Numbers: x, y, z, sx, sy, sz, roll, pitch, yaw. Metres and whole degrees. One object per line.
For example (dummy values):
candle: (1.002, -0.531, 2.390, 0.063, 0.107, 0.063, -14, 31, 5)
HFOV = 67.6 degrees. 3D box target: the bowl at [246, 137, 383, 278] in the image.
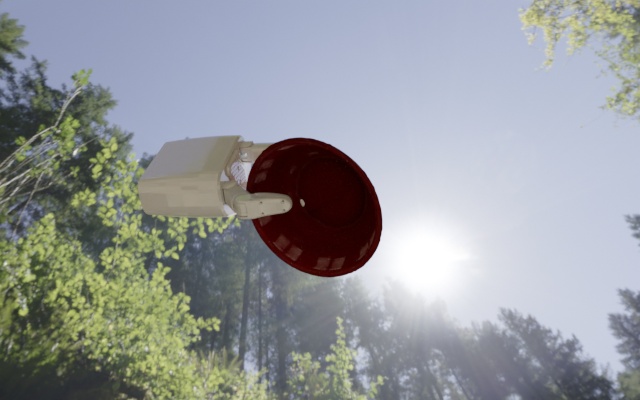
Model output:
bowl: (0.001, 0.002, 0.526, 0.162, 0.162, 0.055, 0, 23, 28)
